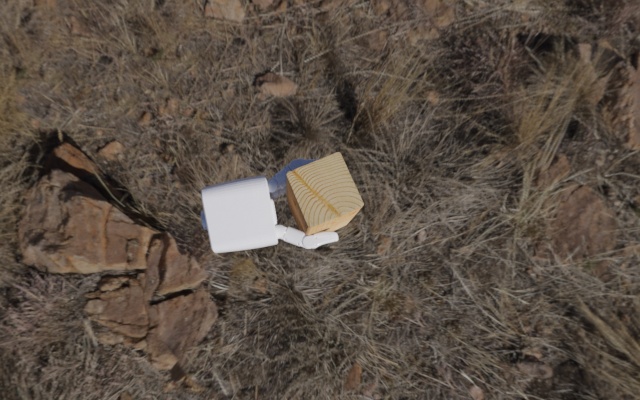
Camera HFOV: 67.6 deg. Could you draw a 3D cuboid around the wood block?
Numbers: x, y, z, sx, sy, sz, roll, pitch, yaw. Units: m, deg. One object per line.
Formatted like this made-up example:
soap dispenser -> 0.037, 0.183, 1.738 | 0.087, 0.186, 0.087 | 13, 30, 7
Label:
wood block -> 0.000, 0.003, 0.793 | 0.090, 0.091, 0.206 | -22, -8, -7
